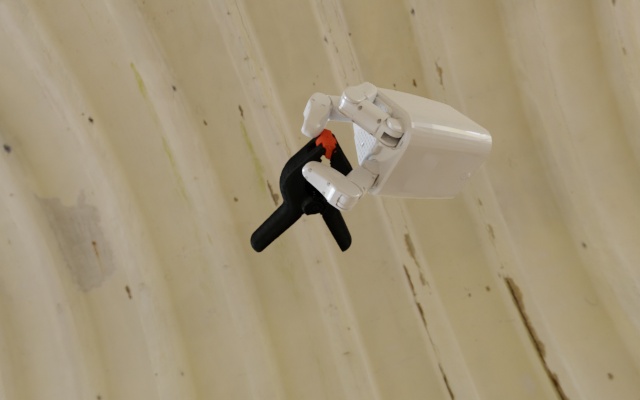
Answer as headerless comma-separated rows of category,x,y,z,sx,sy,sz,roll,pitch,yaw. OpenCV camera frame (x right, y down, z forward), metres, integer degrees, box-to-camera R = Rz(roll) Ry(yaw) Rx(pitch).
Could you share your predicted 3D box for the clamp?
clamp,0.000,0.001,0.523,0.120,0.039,0.172,4,-44,-25
